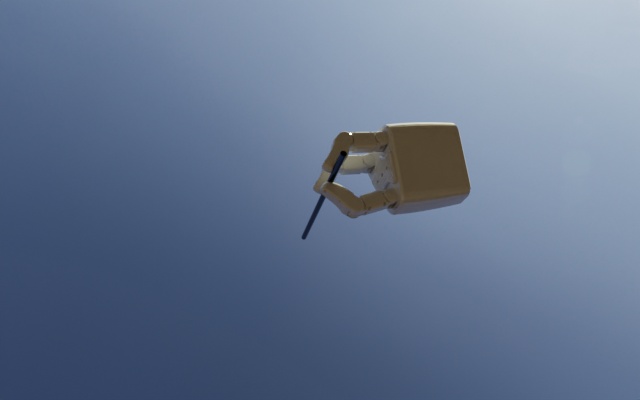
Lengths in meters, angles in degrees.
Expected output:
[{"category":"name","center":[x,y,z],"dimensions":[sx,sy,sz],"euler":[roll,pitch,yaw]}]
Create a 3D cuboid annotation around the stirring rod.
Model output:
[{"category":"stirring rod","center":[0.000,0.002,0.652],"dimensions":[0.011,0.011,0.240],"euler":[0,-28,-14]}]
